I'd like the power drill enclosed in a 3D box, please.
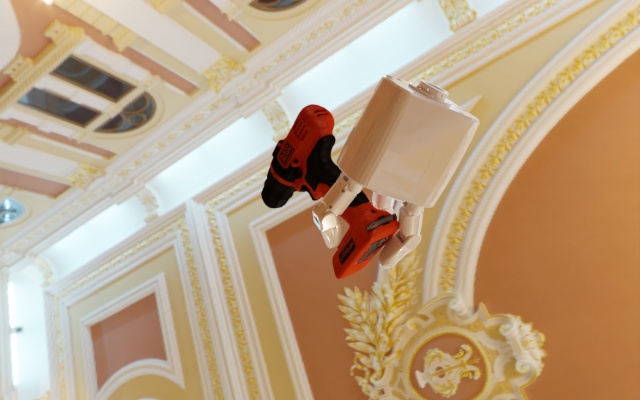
[{"bbox_3d":[0.000,0.002,0.602,0.057,0.187,0.184,-22,-24,-38],"label":"power drill"}]
